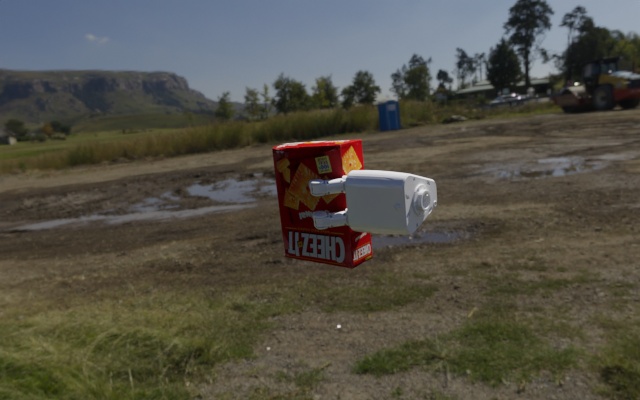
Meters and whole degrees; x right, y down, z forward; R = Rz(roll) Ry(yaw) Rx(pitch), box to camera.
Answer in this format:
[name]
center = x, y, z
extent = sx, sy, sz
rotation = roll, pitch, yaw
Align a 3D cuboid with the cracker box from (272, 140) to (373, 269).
[cracker box]
center = 0.000, 0.003, 0.854
extent = 0.164, 0.214, 0.072
rotation = 4, 14, 40
